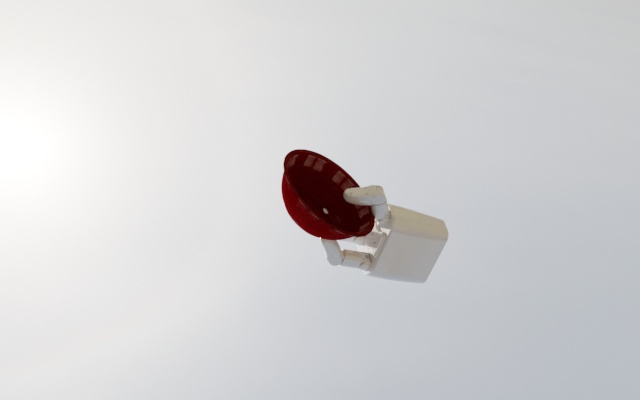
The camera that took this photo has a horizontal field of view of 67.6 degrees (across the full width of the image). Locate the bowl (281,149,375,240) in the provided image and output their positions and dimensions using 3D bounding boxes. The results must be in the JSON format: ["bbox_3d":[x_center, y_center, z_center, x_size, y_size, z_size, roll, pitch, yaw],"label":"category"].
[{"bbox_3d":[-0.001,0.002,0.687,0.162,0.162,0.055,0,-39,-51],"label":"bowl"}]
